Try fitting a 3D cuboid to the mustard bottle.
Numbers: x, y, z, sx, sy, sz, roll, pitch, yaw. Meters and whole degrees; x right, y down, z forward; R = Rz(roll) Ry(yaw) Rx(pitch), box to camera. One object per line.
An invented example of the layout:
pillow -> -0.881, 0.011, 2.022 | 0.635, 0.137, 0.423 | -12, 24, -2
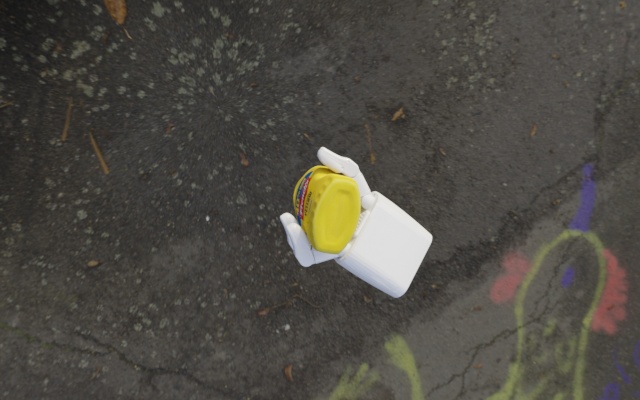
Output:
mustard bottle -> 0.000, 0.002, 0.659 | 0.058, 0.096, 0.191 | 10, 9, -14
